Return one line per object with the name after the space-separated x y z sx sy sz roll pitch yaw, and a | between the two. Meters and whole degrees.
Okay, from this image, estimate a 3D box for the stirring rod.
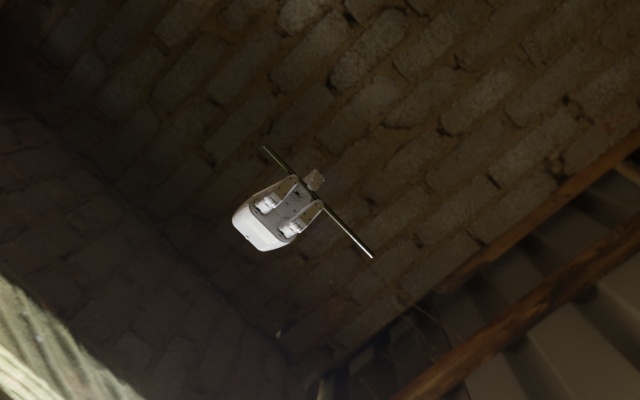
0.000 0.002 0.733 0.011 0.239 0.011 -43 9 9 | stirring rod
